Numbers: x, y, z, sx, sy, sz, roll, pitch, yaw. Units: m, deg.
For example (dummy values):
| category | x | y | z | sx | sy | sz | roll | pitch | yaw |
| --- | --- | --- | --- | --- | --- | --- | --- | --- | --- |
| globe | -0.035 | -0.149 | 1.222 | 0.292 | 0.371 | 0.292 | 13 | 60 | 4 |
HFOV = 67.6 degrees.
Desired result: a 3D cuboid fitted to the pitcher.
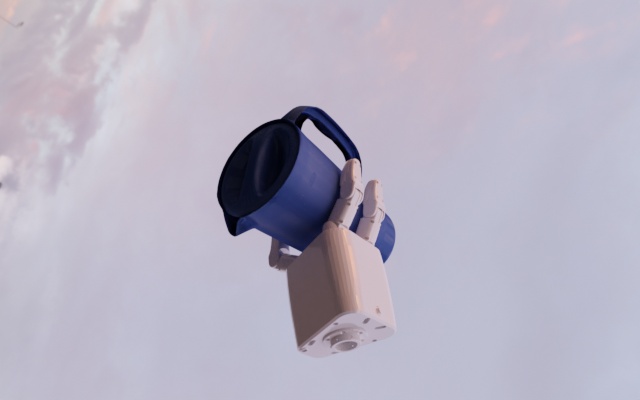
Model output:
| category | x | y | z | sx | sy | sz | roll | pitch | yaw |
| --- | --- | --- | --- | --- | --- | --- | --- | --- | --- |
| pitcher | 0.000 | 0.002 | 0.631 | 0.149 | 0.145 | 0.243 | -32 | -45 | 23 |
